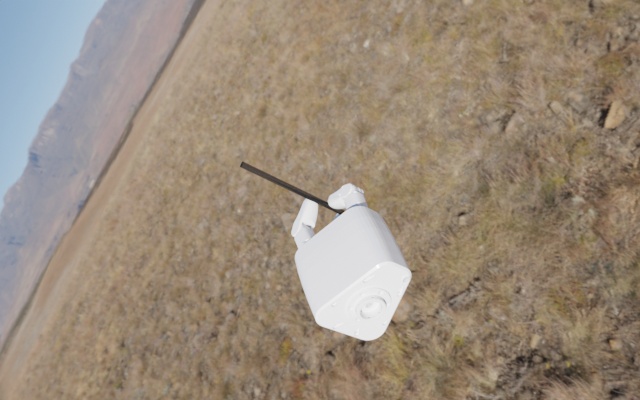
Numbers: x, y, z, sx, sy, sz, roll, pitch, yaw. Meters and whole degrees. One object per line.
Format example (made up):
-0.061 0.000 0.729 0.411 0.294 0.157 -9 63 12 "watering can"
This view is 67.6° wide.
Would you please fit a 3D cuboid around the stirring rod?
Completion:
0.000 0.002 0.639 0.239 0.011 0.011 26 -12 -27 "stirring rod"
